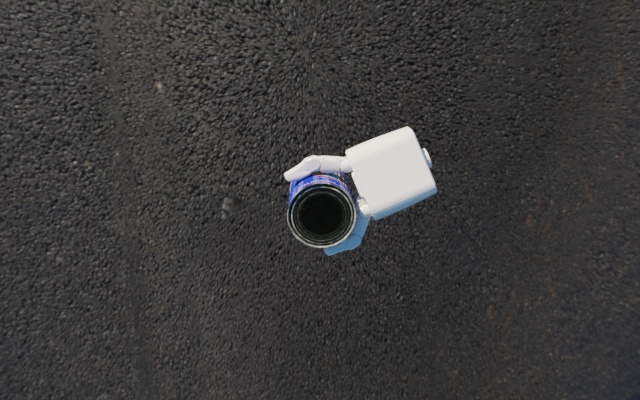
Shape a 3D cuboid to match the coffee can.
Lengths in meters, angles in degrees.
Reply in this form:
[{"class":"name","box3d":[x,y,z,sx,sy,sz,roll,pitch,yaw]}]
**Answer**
[{"class":"coffee can","box3d":[0.000,0.002,0.765,0.103,0.103,0.140,0,17,-2]}]
